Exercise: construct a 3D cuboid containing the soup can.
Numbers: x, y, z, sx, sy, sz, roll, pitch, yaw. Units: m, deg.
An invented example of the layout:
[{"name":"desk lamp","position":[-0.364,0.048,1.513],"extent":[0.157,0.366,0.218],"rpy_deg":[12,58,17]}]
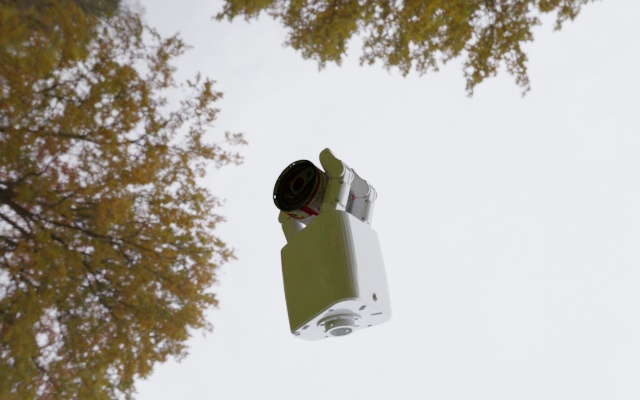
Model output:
[{"name":"soup can","position":[0.000,0.002,0.589],"extent":[0.068,0.068,0.102],"rpy_deg":[0,-23,42]}]
